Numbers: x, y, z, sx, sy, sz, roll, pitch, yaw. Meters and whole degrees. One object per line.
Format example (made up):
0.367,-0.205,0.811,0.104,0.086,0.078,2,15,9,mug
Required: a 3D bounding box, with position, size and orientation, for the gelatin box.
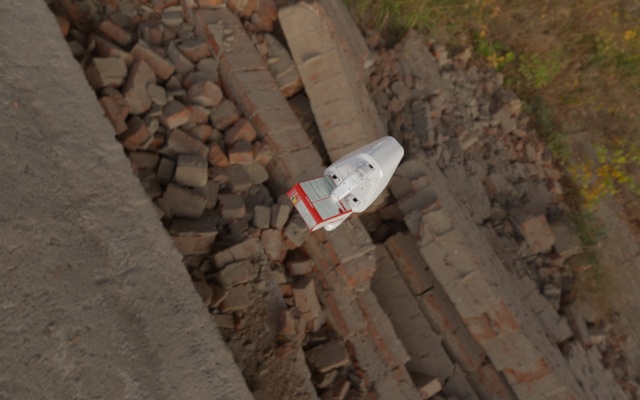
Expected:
0.000,0.002,0.754,0.089,0.073,0.030,-18,-19,-49,gelatin box
